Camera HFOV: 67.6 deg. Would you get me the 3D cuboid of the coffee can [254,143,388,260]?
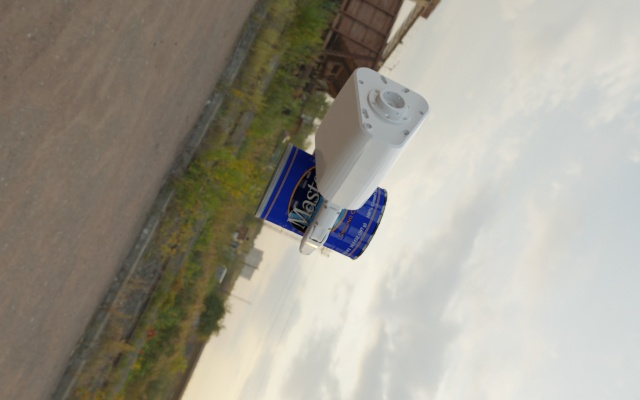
[{"bbox_3d":[0.000,0.002,0.613,0.140,0.103,0.103,25,-4,-8],"label":"coffee can"}]
